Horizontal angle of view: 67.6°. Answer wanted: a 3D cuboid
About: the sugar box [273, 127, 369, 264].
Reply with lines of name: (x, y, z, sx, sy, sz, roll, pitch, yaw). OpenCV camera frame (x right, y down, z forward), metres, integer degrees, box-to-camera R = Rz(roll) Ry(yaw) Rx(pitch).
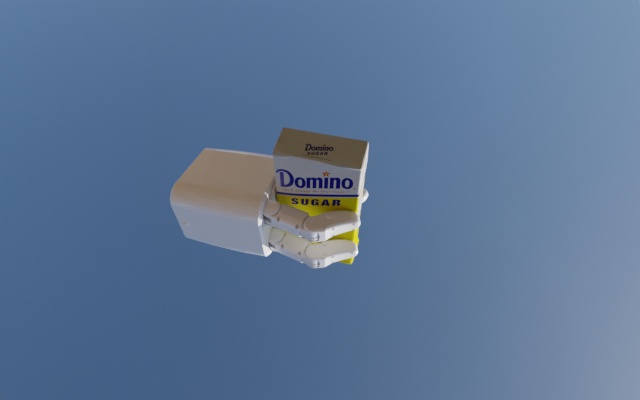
sugar box: (0.000, 0.002, 0.539, 0.093, 0.048, 0.176, 10, -36, 9)
